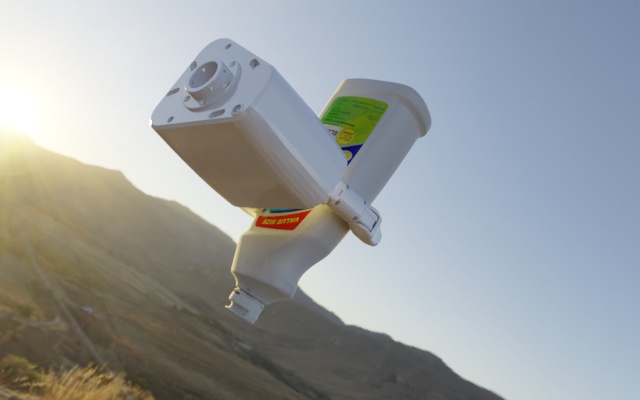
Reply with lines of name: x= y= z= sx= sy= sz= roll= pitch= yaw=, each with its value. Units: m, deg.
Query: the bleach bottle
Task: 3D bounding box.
bleach bottle: x=0.000 y=0.001 z=0.445 sx=0.102 sy=0.250 sz=0.068 roll=20 pitch=-19 yaw=39
